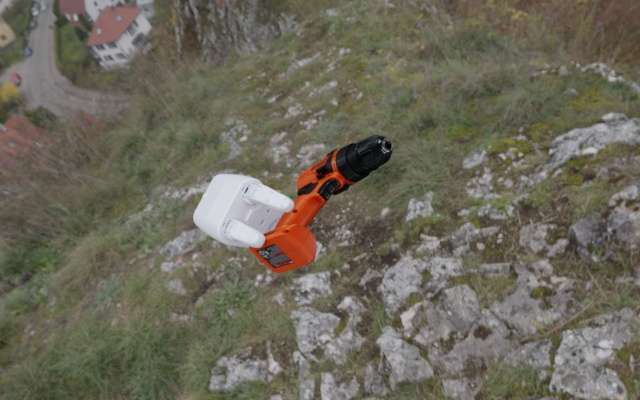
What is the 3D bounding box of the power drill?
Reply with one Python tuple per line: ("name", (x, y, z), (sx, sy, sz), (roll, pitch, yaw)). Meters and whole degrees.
("power drill", (0.000, 0.002, 0.623), (0.184, 0.057, 0.187), (-28, 21, 51))
